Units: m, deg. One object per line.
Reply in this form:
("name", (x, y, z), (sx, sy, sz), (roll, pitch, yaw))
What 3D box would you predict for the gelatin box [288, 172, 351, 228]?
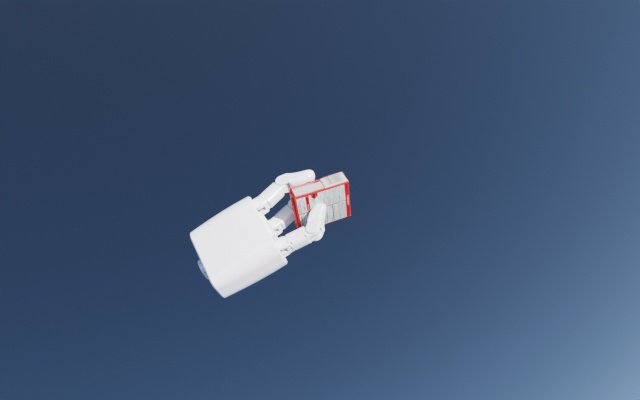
("gelatin box", (0.001, 0.003, 0.734), (0.089, 0.073, 0.030), (-18, 43, -11))
